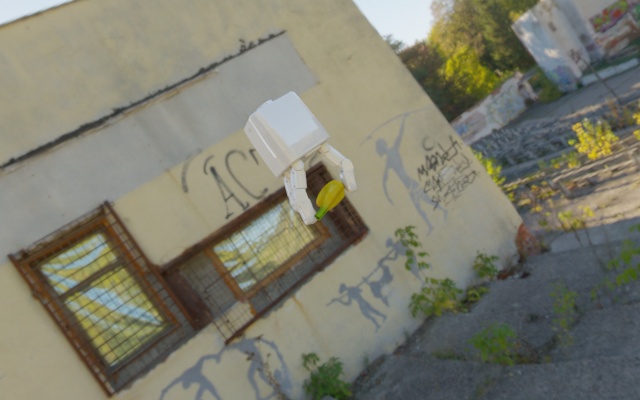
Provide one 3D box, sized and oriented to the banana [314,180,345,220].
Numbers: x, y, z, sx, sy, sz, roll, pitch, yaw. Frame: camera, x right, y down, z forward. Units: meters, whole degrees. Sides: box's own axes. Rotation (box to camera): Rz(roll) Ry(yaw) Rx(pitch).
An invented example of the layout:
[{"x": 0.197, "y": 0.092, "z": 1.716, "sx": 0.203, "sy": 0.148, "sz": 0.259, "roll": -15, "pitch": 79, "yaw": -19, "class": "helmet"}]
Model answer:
[{"x": 0.015, "y": -0.009, "z": 0.871, "sx": 0.069, "sy": 0.037, "sz": 0.198, "roll": -39, "pitch": 2, "yaw": 5, "class": "banana"}]
